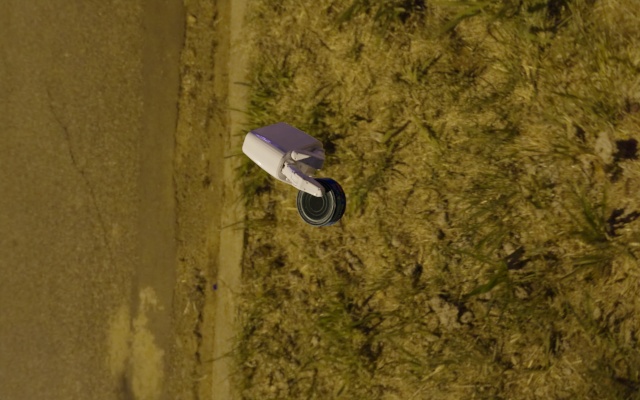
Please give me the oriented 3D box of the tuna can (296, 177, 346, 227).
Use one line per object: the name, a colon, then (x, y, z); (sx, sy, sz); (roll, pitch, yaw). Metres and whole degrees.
tuna can: (0.000, 0.003, 0.832); (0.086, 0.086, 0.034); (0, 3, 34)
